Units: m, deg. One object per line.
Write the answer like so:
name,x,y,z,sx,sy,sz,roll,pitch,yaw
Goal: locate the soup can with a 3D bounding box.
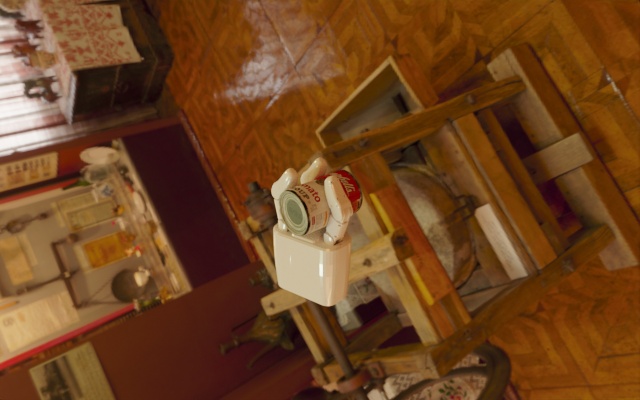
soup can,0.000,0.002,0.675,0.102,0.068,0.068,-22,13,-35
